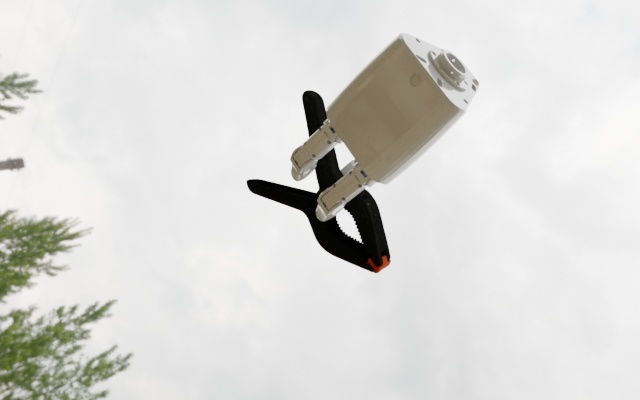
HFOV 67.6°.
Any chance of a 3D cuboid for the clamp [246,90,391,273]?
[{"bbox_3d":[0.001,0.002,0.561,0.036,0.210,0.165,-22,-16,-49],"label":"clamp"}]
